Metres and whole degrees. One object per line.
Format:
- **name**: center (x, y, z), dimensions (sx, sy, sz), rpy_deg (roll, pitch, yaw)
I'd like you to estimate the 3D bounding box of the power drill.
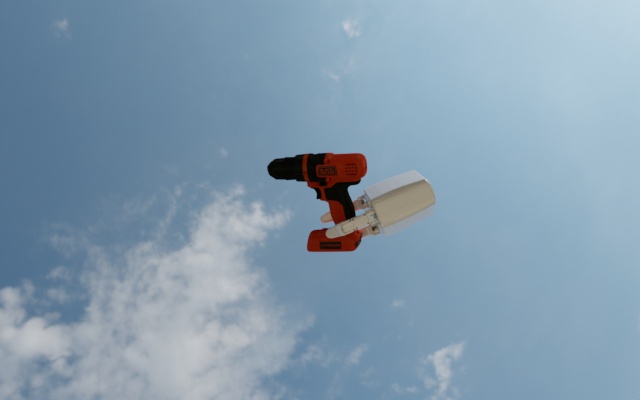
- **power drill**: center (0.000, 0.003, 0.885), dimensions (0.184, 0.188, 0.057), rpy_deg (-1, 24, 16)
